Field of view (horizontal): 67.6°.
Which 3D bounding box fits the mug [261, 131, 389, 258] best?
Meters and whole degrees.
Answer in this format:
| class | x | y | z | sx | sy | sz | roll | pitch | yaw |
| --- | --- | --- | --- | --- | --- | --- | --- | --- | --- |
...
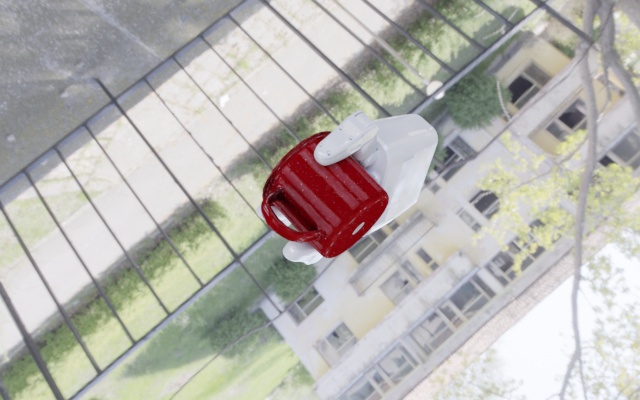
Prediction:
| class | x | y | z | sx | sy | sz | roll | pitch | yaw |
| --- | --- | --- | --- | --- | --- | --- | --- | --- | --- |
| mug | -0.001 | 0.002 | 0.427 | 0.117 | 0.081 | 0.093 | -25 | -26 | -45 |
